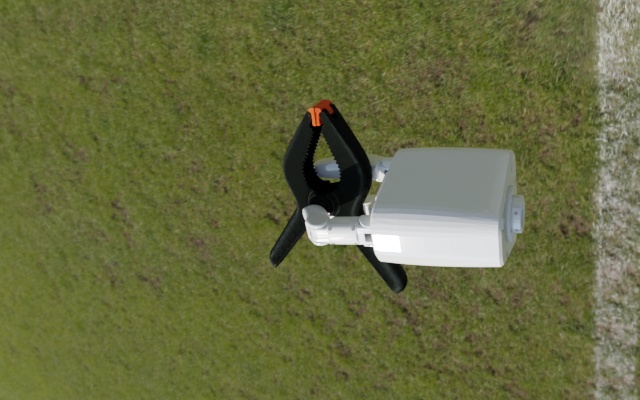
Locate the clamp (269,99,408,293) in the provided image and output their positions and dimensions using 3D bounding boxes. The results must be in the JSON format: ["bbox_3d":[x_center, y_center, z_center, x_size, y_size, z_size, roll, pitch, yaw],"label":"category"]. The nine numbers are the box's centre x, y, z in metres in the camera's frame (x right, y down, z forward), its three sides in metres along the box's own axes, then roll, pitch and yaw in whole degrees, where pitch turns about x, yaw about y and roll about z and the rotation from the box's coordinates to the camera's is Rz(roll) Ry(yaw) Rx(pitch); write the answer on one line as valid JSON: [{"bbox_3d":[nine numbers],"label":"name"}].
[{"bbox_3d":[0.000,0.002,0.501,0.164,0.210,0.036,1,27,26],"label":"clamp"}]
